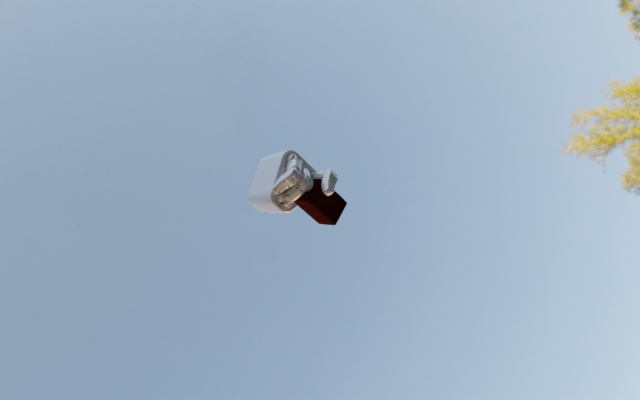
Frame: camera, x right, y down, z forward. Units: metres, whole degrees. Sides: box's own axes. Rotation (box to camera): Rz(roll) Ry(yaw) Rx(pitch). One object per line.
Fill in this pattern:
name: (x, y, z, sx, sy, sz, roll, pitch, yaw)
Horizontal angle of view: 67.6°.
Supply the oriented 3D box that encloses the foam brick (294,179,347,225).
foam brick: (0.000, 0.003, 0.891, 0.078, 0.053, 0.051, 43, -24, -26)
